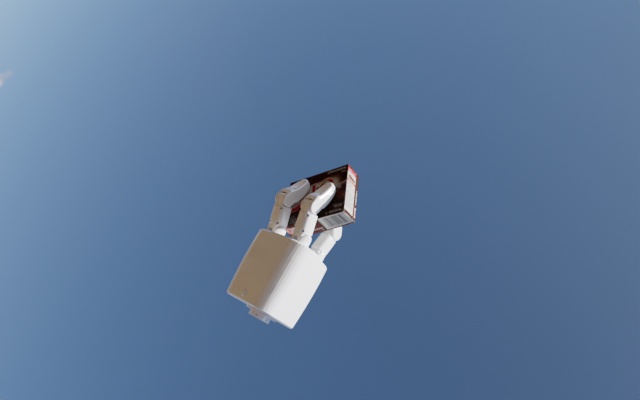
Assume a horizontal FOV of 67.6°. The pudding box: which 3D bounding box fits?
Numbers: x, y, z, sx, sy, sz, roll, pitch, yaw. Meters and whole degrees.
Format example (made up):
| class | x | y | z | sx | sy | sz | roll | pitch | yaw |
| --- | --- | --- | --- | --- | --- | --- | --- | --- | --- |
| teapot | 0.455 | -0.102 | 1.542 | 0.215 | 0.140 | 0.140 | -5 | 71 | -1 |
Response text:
| class | x | y | z | sx | sy | sz | roll | pitch | yaw |
| --- | --- | --- | --- | --- | --- | --- | --- | --- | --- |
| pudding box | 0.000 | 0.003 | 0.725 | 0.113 | 0.090 | 0.039 | -15 | -42 | 28 |
